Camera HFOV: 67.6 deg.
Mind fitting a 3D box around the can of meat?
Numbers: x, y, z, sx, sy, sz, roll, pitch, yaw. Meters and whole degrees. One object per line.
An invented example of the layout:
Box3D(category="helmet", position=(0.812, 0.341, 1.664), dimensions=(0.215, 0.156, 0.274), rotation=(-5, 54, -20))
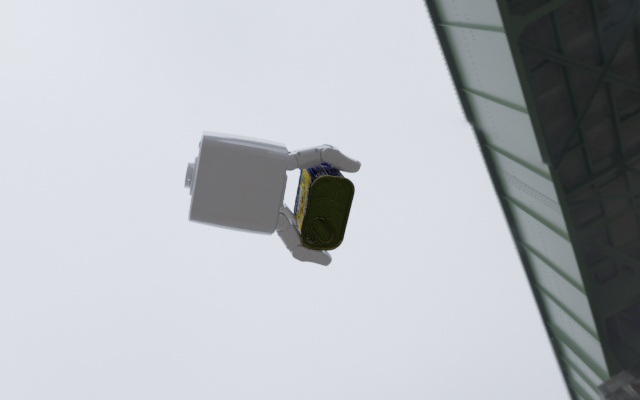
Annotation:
Box3D(category="can of meat", position=(0.000, 0.002, 0.634), dimensions=(0.057, 0.102, 0.084), rotation=(6, 21, -16))
